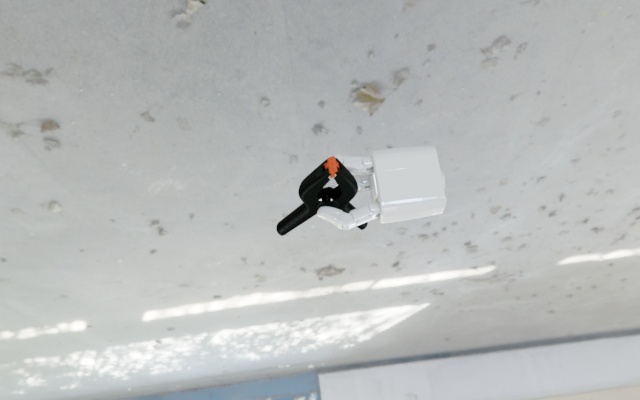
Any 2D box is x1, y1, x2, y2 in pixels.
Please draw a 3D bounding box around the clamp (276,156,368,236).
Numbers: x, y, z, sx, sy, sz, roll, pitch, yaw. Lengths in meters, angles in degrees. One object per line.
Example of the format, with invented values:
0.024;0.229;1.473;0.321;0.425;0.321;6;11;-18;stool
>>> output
0.000;0.003;0.785;0.164;0.036;0.210;-8;-31;-2;clamp
